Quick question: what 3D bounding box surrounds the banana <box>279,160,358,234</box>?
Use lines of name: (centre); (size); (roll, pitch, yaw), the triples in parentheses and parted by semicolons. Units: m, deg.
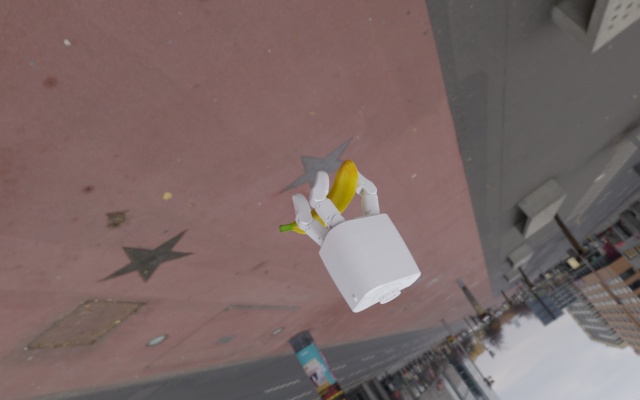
banana: (0.012, 0.005, 0.770); (0.069, 0.037, 0.198); (1, -36, -42)
